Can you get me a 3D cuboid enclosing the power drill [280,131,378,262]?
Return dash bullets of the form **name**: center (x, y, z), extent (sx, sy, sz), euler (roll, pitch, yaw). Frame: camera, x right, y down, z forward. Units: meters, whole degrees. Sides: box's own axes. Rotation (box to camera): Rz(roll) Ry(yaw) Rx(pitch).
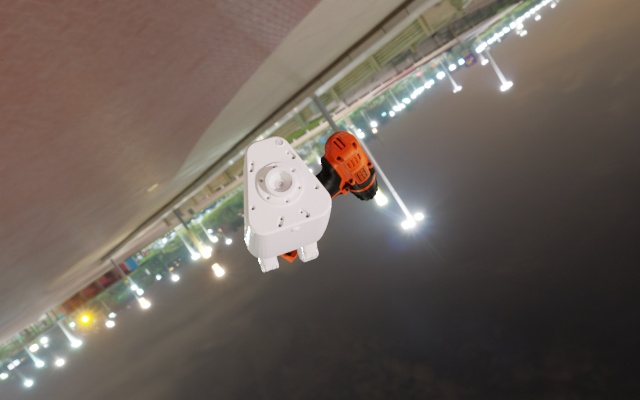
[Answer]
- **power drill**: center (0.000, 0.003, 0.685), extent (0.057, 0.187, 0.184), euler (45, -1, 28)
